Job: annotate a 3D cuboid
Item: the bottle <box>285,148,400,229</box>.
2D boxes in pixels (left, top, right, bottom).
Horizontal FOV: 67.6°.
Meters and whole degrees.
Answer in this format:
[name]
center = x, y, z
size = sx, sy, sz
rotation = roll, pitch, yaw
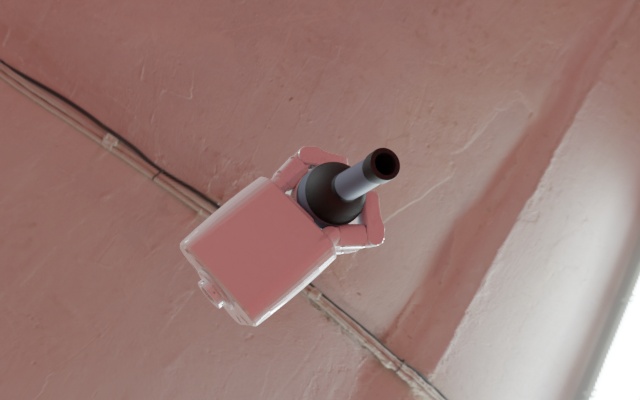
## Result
[bottle]
center = 0.000, 0.002, 0.515
size = 0.069, 0.069, 0.296
rotation = 0, -12, -21
